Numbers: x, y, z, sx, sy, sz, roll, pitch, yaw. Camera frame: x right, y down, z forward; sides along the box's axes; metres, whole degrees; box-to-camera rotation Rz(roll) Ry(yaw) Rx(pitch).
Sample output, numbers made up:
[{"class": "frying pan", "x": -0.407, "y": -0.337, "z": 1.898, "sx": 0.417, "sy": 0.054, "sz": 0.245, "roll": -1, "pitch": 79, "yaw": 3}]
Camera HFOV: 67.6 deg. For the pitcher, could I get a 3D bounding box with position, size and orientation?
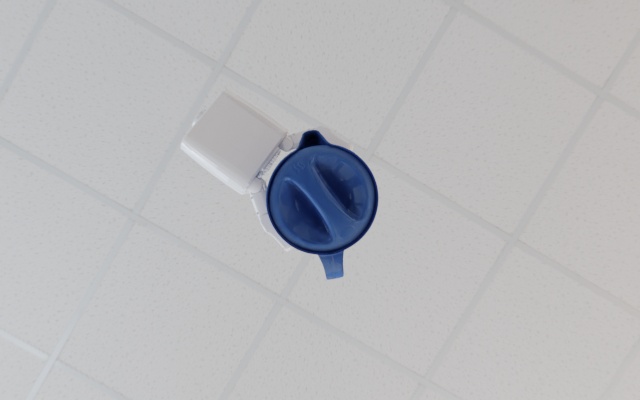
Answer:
[{"class": "pitcher", "x": 0.000, "y": 0.002, "z": 0.677, "sx": 0.145, "sy": 0.149, "sz": 0.243, "roll": 34, "pitch": 2, "yaw": -3}]
